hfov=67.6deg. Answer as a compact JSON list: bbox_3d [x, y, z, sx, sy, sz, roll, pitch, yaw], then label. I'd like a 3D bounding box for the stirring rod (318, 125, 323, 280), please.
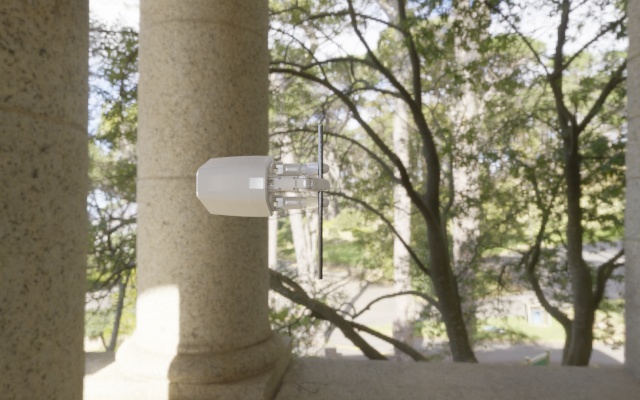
[{"bbox_3d":[0.000,0.003,0.744,0.011,0.239,0.011,0,-1,0],"label":"stirring rod"}]
